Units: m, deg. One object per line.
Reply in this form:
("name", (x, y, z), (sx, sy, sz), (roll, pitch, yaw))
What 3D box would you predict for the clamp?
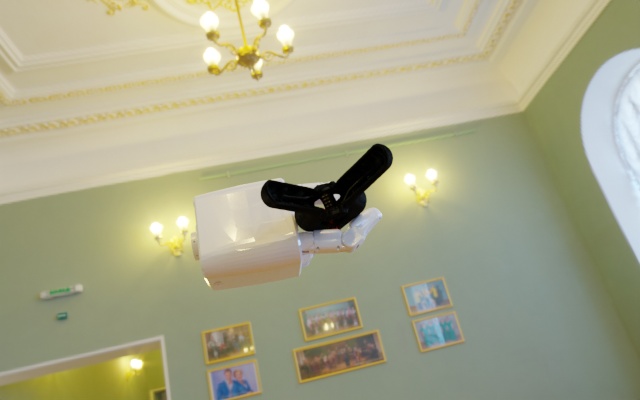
("clamp", (0.000, 0.001, 0.480), (0.120, 0.039, 0.171), (-10, -22, -9))
